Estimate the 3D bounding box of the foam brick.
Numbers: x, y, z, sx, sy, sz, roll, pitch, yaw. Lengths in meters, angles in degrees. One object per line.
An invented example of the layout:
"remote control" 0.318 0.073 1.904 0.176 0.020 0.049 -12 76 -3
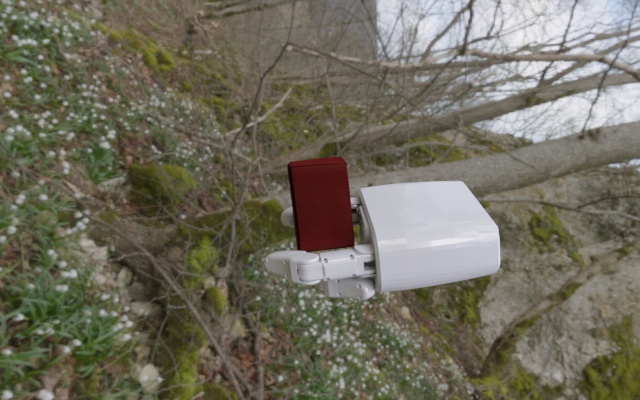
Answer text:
"foam brick" 0.000 0.001 0.436 0.051 0.078 0.053 -7 12 -1
